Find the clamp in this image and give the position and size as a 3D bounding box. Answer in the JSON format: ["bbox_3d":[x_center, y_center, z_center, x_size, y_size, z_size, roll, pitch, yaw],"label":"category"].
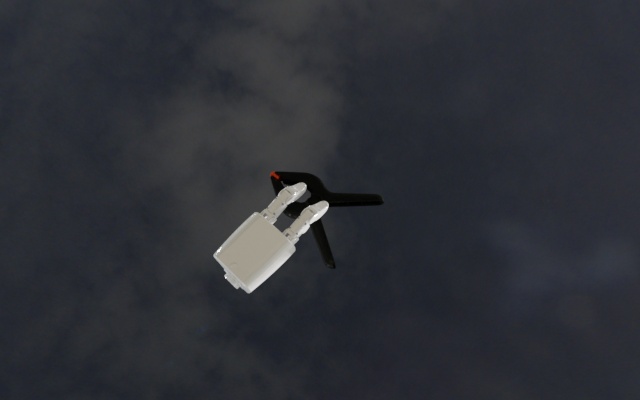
[{"bbox_3d":[0.000,0.003,0.877,0.210,0.164,0.036,40,-19,18],"label":"clamp"}]
